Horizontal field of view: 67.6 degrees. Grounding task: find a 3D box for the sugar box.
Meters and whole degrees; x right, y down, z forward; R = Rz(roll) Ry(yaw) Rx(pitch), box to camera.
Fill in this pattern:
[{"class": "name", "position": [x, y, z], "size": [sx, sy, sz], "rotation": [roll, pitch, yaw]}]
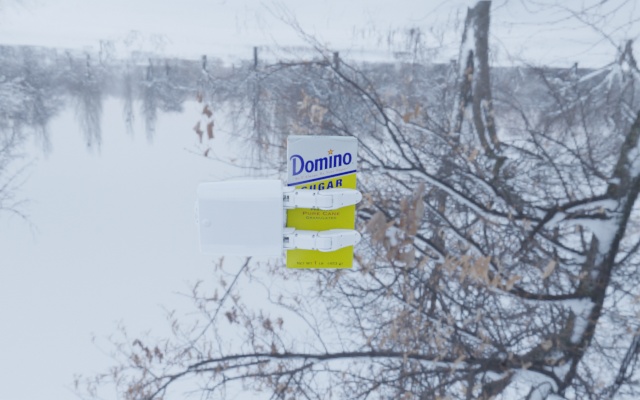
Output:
[{"class": "sugar box", "position": [0.000, 0.002, 0.643], "size": [0.093, 0.176, 0.048], "rotation": [0, 14, -5]}]
